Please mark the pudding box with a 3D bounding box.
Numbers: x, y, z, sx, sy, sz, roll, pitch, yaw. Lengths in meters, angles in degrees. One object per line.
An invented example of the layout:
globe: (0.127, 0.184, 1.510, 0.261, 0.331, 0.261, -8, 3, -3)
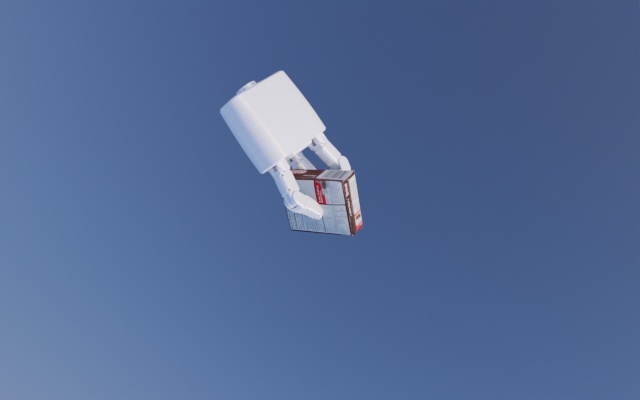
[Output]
pudding box: (0.000, 0.002, 0.701, 0.113, 0.090, 0.039, 4, 28, 32)
